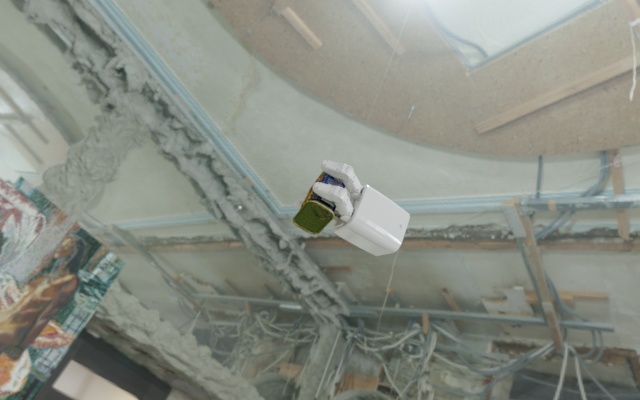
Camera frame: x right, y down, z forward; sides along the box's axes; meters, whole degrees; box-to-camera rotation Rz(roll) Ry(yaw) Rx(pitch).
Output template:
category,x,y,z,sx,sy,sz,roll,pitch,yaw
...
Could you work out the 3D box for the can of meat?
category,x,y,z,sx,sy,sz,roll,pitch,yaw
can of meat,0.000,0.003,0.894,0.057,0.084,0.102,30,-35,-7
